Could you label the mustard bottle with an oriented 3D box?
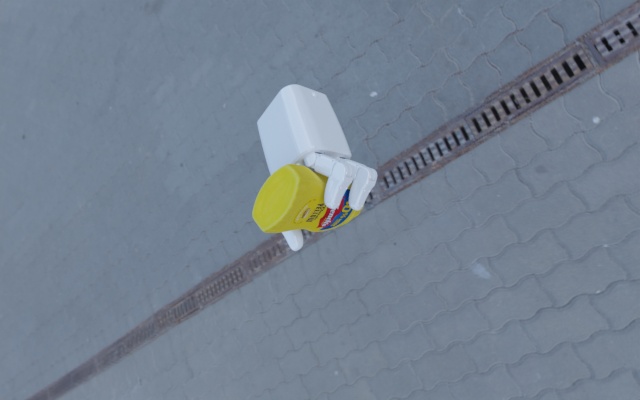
[{"bbox_3d":[0.000,0.002,0.672,0.191,0.096,0.058,4,37,-51],"label":"mustard bottle"}]
